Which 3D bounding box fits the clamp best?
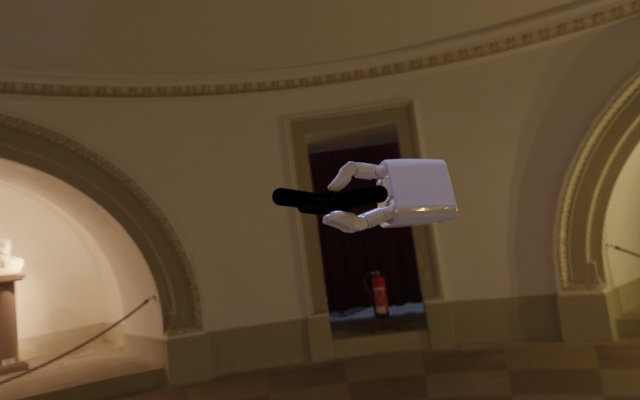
[{"bbox_3d":[0.000,0.002,0.763,0.164,0.036,0.210,0,-7,-10],"label":"clamp"}]
